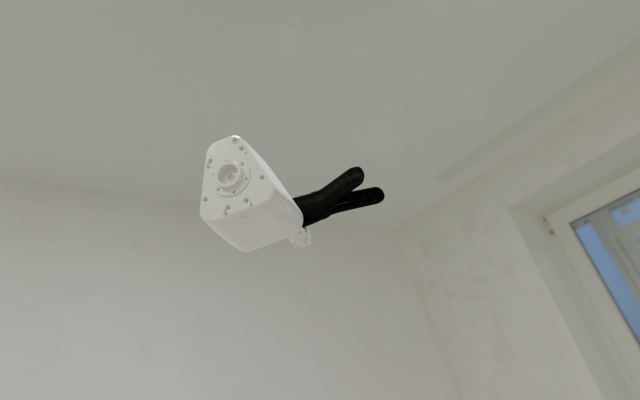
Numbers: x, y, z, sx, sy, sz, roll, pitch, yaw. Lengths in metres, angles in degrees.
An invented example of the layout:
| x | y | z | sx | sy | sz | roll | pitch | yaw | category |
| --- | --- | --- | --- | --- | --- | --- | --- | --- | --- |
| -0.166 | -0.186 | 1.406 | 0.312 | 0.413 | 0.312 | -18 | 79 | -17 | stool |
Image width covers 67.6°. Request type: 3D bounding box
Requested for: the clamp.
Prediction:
| x | y | z | sx | sy | sz | roll | pitch | yaw | category |
| --- | --- | --- | --- | --- | --- | --- | --- | --- | --- |
| 0.000 | 0.002 | 0.652 | 0.171 | 0.039 | 0.120 | -21 | -26 | 6 | clamp |
